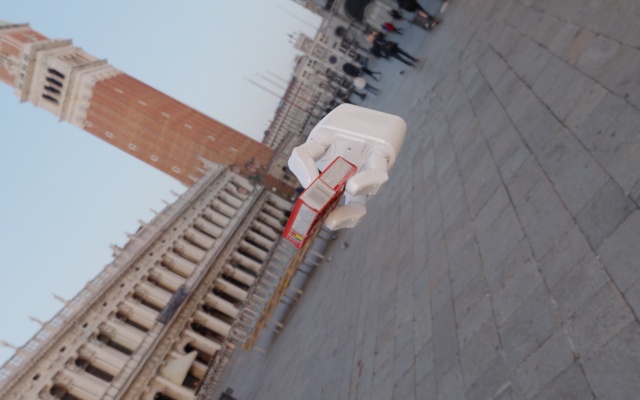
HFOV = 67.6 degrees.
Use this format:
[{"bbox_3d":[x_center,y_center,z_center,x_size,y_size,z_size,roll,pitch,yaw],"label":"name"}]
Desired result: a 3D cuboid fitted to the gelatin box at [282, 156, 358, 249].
[{"bbox_3d":[0.000,0.002,0.534,0.030,0.073,0.089,36,48,7],"label":"gelatin box"}]
